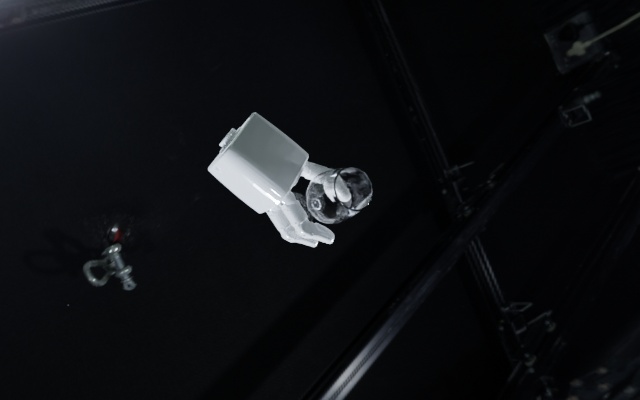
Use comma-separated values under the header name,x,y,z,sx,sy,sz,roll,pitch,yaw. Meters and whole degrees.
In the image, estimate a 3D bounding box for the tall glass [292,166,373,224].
name,x,y,z,sx,sy,sz,roll,pitch,yaw
tall glass,0.000,0.003,0.729,0.079,0.079,0.201,0,-11,-28
